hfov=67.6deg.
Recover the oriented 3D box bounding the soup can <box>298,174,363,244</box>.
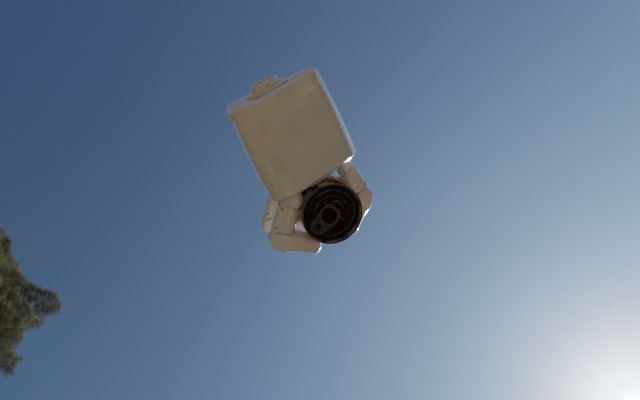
[{"bbox_3d":[0.000,0.002,0.560,0.068,0.068,0.102,0,15,-16],"label":"soup can"}]
